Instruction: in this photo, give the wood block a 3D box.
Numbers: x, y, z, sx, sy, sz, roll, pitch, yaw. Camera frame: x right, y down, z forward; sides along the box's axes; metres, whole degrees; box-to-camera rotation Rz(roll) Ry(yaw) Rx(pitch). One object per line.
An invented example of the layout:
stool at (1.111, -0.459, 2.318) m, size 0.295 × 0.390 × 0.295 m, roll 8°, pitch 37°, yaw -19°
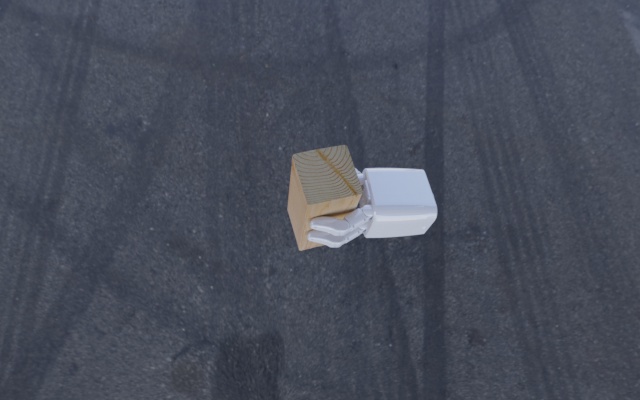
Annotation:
wood block at (0.000, 0.002, 0.812) m, size 0.090 × 0.090 × 0.206 m, roll -12°, pitch -23°, yaw -12°
